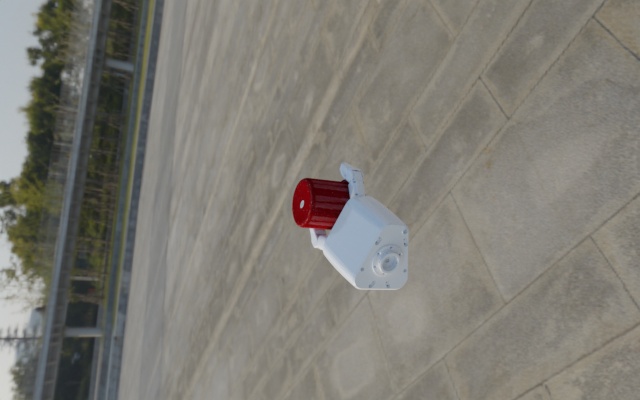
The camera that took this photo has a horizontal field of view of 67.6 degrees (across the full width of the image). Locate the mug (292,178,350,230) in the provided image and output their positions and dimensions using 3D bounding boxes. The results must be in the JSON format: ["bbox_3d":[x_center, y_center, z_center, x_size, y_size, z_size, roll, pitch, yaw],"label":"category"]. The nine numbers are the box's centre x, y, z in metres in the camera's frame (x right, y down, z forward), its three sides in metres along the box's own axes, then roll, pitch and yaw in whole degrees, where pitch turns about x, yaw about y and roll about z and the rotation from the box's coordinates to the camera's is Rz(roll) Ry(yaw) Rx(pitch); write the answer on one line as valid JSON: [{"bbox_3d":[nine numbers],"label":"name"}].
[{"bbox_3d":[-0.001,0.002,0.798,0.081,0.093,0.117,6,18,-26],"label":"mug"}]
